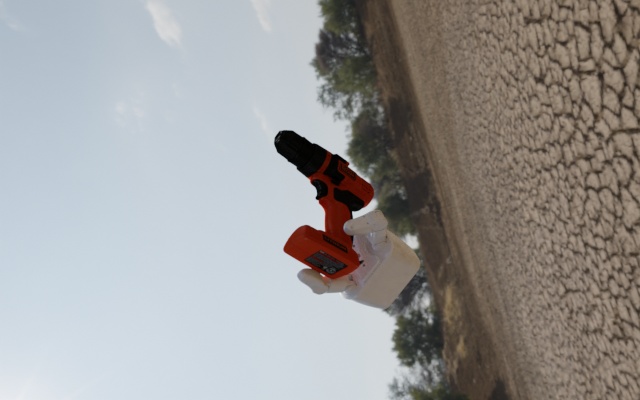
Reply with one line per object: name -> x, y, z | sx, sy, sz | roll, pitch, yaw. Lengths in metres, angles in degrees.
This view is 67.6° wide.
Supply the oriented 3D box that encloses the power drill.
power drill -> 0.000, 0.003, 0.678 | 0.184, 0.187, 0.057 | 32, -45, -25
